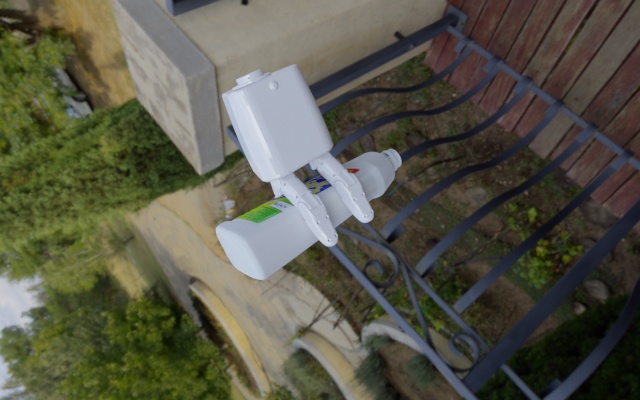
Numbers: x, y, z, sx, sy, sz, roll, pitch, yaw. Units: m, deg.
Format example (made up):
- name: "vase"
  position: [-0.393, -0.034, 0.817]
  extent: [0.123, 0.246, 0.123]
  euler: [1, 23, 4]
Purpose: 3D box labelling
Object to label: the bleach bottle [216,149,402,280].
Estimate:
- name: "bleach bottle"
  position: [0.000, 0.002, 0.602]
  extent: [0.250, 0.068, 0.102]
  euler: [-32, 20, -26]
